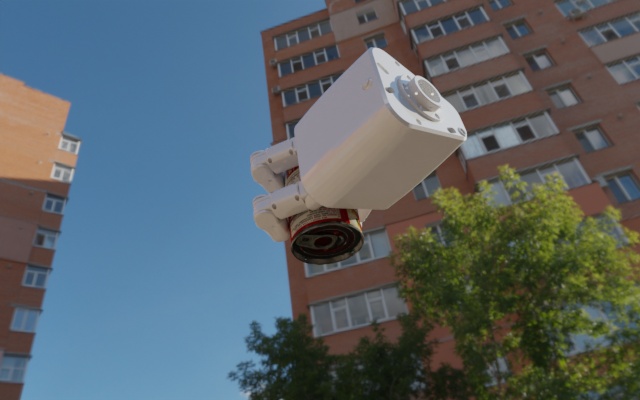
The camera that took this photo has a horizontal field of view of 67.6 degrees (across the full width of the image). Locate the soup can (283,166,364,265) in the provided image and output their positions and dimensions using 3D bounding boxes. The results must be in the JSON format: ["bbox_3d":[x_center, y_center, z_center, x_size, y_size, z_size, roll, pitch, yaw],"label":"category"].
[{"bbox_3d":[0.000,0.002,0.466,0.068,0.102,0.069,-6,-37,-5],"label":"soup can"}]
